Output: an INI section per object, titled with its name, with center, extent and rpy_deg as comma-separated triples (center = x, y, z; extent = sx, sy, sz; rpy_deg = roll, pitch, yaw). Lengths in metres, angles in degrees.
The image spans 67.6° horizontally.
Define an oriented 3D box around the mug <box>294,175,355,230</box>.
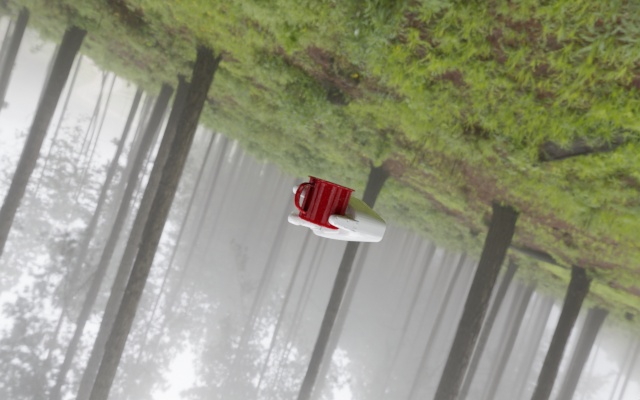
[mug]
center = -0.001, 0.003, 0.883
extent = 0.117, 0.081, 0.093
rpy_deg = 17, 2, -43
